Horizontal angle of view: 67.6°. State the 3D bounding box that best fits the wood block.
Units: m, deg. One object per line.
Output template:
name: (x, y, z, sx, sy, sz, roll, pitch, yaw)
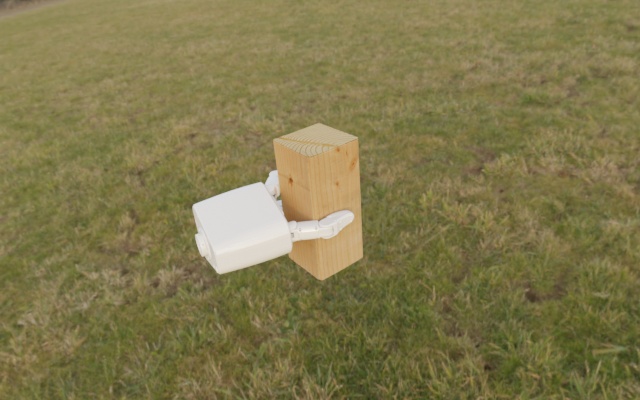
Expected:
wood block: (0.000, 0.003, 0.722, 0.090, 0.206, 0.090, -25, 35, -30)
